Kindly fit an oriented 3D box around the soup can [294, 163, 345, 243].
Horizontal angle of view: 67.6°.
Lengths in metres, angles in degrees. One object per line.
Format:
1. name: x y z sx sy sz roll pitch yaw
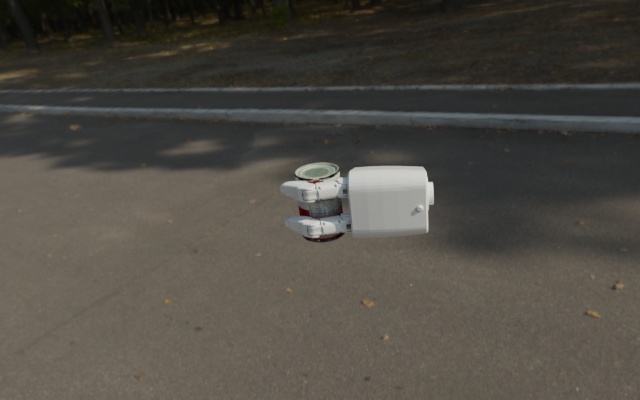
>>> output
1. soup can: 0.000 0.002 0.711 0.068 0.102 0.068 -6 24 3
